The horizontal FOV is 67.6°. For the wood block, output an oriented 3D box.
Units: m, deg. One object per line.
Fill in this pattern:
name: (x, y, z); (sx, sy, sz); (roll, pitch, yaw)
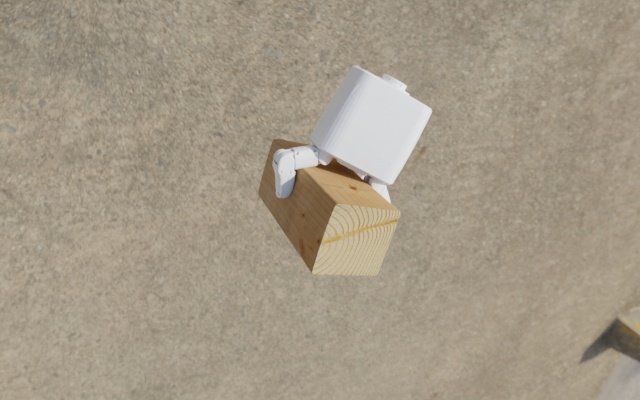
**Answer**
wood block: (0.000, 0.002, 0.613); (0.091, 0.090, 0.206); (7, 23, -29)
